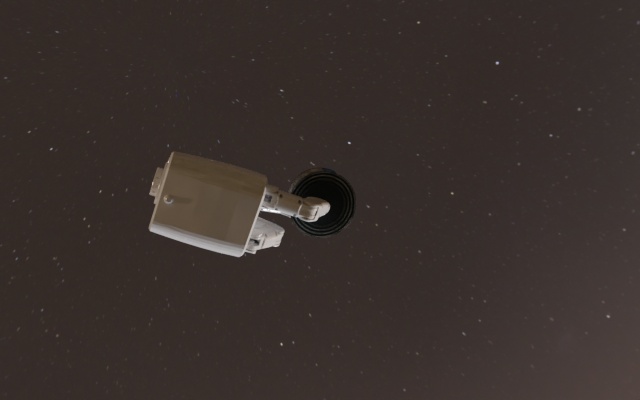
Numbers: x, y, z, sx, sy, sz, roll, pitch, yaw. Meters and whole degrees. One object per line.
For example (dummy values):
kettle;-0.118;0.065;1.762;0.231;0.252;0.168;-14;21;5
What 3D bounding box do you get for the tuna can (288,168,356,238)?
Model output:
tuna can;0.000;0.002;0.608;0.086;0.086;0.033;0;15;-12
